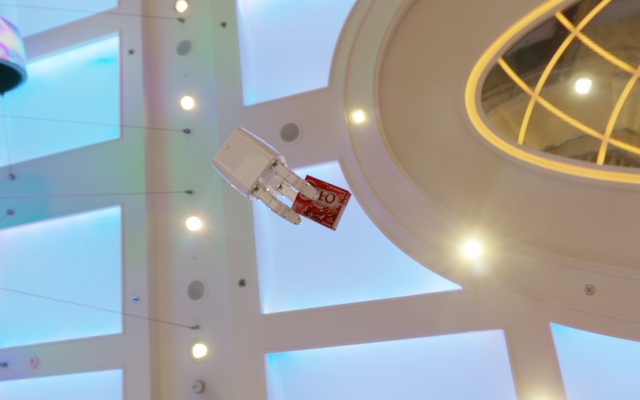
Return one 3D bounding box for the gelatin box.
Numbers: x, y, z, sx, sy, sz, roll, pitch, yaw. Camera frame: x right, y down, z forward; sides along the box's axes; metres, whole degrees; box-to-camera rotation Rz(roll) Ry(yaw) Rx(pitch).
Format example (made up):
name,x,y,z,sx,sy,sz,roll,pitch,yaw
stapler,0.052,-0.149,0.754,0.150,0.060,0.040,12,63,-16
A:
name,x,y,z,sx,sy,sz,roll,pitch,yaw
gelatin box,0.001,0.003,0.843,0.089,0.073,0.030,23,-5,22
